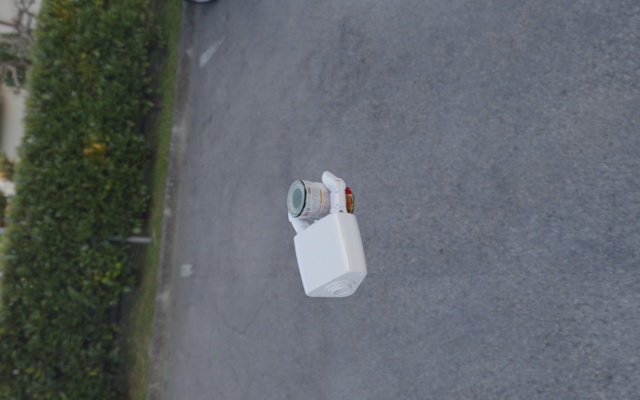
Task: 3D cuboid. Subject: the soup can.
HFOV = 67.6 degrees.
[{"bbox_3d":[0.000,0.002,0.848,0.102,0.068,0.068,7,-4,-30],"label":"soup can"}]
